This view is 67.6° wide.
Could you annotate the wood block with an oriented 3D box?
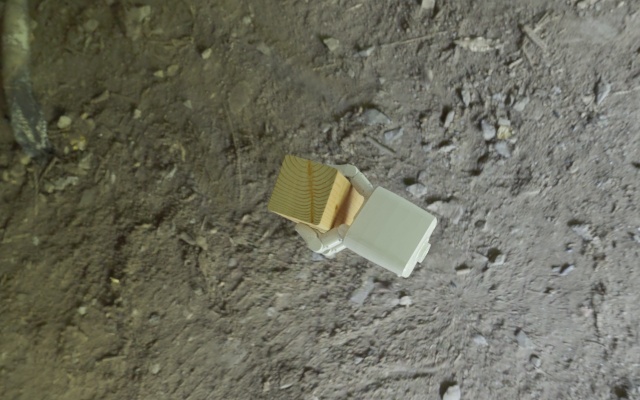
[{"bbox_3d":[0.001,0.002,0.799,0.090,0.091,0.206,17,-6,18],"label":"wood block"}]
